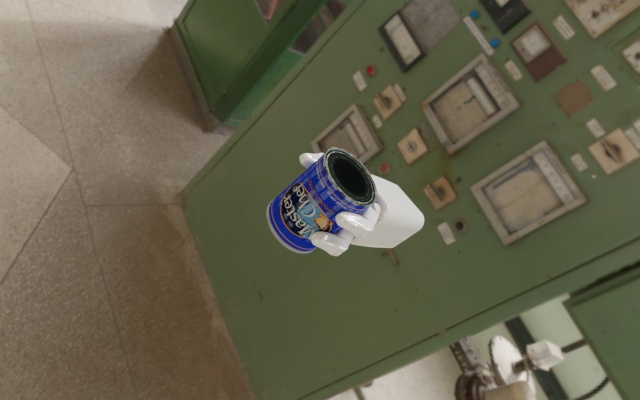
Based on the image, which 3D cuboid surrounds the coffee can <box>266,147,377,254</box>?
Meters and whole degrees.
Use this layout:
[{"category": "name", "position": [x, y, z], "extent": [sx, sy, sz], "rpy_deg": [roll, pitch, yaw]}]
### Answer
[{"category": "coffee can", "position": [0.000, 0.002, 0.718], "extent": [0.103, 0.102, 0.140], "rpy_deg": [0, -32, -49]}]
